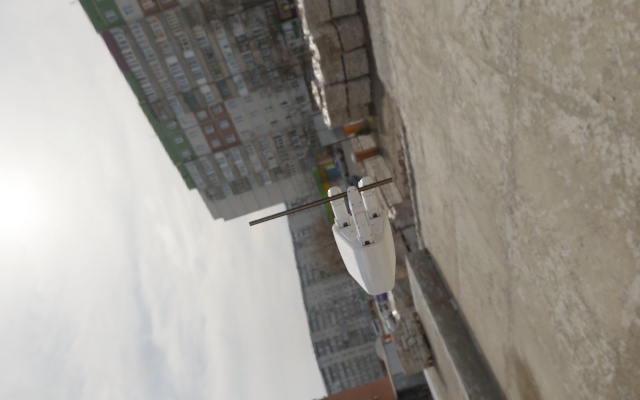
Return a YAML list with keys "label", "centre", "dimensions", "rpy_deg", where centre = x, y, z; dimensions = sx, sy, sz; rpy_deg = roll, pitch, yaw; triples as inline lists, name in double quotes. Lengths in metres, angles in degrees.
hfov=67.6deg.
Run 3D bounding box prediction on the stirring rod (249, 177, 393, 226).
- label: "stirring rod"
  centre: [0.000, 0.003, 0.769]
  dimensions: [0.239, 0.011, 0.011]
  rpy_deg: [-17, -1, 2]
